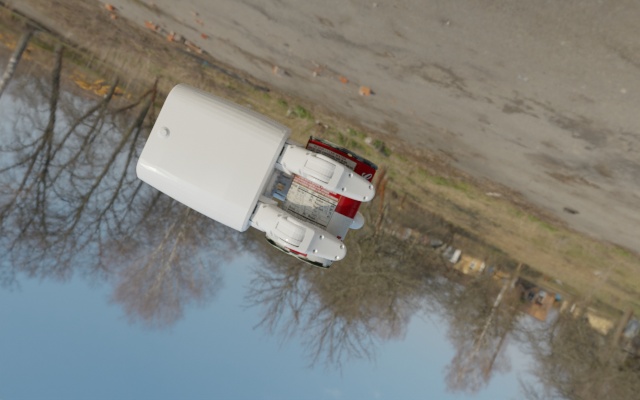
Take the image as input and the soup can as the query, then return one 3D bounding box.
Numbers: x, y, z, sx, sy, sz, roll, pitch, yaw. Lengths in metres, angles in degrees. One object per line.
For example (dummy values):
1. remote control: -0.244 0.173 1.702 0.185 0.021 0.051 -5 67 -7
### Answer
1. soup can: 0.000 0.002 0.433 0.068 0.102 0.068 25 2 -1
